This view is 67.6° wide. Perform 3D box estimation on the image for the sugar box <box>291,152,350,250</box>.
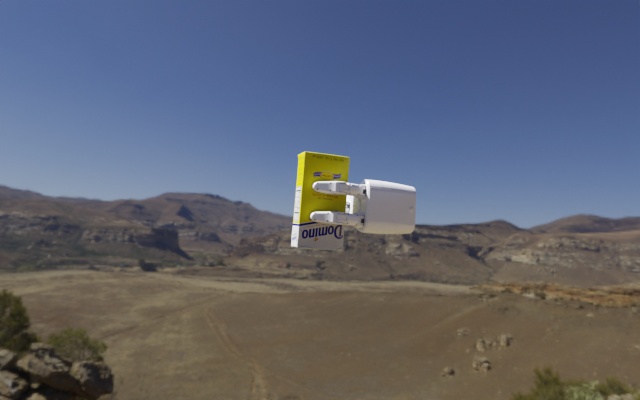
[{"bbox_3d":[0.000,0.003,0.888,0.093,0.176,0.048,5,-5,-20],"label":"sugar box"}]
